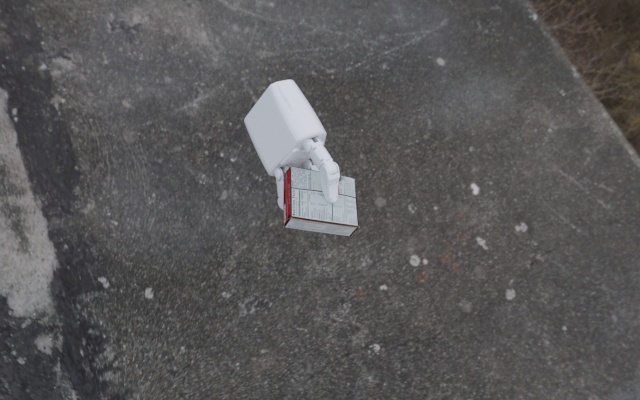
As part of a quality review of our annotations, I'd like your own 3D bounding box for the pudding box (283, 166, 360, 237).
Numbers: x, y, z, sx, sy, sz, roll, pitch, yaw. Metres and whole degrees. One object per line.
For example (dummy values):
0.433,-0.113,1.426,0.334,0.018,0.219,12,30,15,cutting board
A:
0.000,0.002,0.725,0.113,0.090,0.039,9,-30,-18,pudding box
